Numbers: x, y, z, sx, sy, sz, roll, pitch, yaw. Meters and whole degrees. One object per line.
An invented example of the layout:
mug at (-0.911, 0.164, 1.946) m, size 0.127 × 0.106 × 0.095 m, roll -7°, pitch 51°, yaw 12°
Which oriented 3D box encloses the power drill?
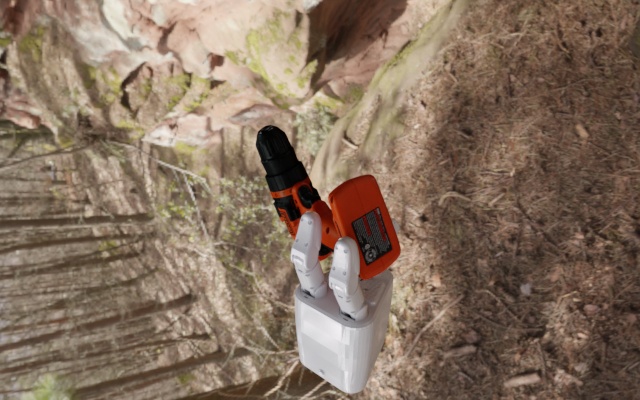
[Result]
power drill at (0.000, 0.002, 0.536) m, size 0.057 × 0.184 × 0.187 m, roll -31°, pitch 21°, yaw -20°
